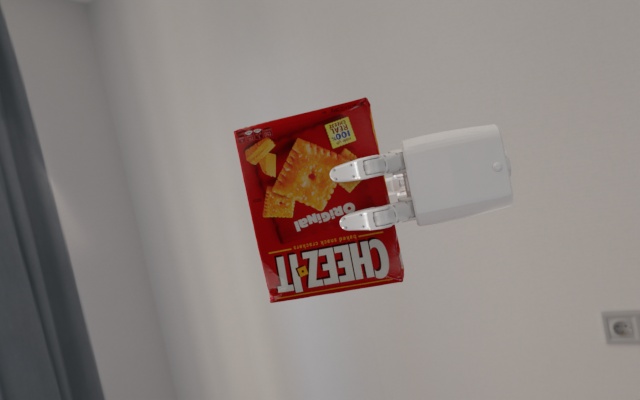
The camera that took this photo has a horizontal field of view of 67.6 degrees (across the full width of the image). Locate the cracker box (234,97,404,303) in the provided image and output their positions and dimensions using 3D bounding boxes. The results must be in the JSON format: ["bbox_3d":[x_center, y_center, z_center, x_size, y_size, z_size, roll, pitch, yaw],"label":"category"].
[{"bbox_3d":[0.000,0.002,0.573,0.164,0.213,0.072,-11,2,11],"label":"cracker box"}]
